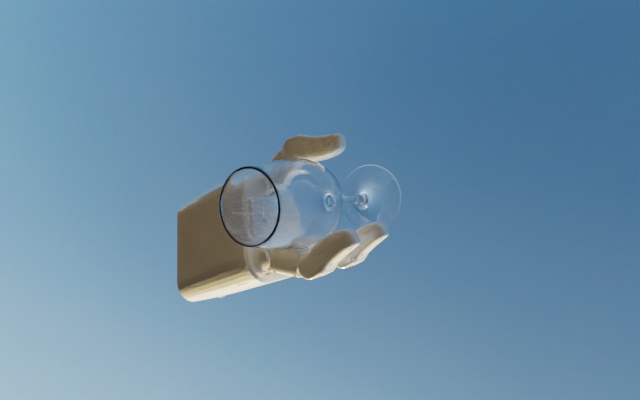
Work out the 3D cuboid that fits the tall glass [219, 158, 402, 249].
[{"bbox_3d":[0.001,0.001,0.442,0.079,0.079,0.201,0,2,33],"label":"tall glass"}]
